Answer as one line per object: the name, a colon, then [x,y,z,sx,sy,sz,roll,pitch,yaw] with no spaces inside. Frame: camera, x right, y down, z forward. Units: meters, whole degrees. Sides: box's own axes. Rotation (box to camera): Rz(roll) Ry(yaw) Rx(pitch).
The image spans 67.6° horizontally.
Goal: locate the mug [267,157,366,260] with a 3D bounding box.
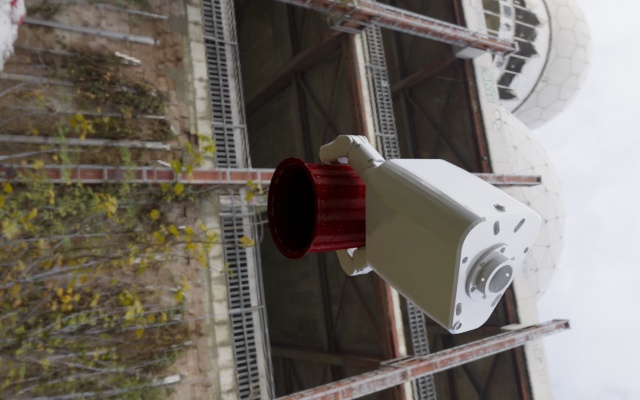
mug: [0.000,0.001,0.464,0.081,0.093,0.117,-1,26,-33]
